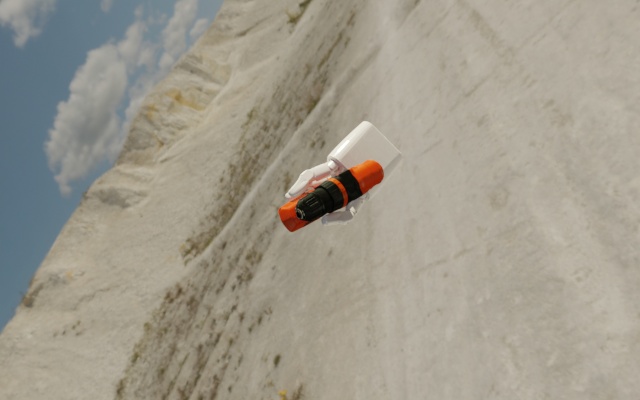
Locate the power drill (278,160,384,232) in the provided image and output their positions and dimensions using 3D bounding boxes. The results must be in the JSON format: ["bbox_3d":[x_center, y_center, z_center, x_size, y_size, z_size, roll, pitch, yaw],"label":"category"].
[{"bbox_3d":[0.000,0.003,0.832,0.184,0.057,0.188,-27,1,-34],"label":"power drill"}]
